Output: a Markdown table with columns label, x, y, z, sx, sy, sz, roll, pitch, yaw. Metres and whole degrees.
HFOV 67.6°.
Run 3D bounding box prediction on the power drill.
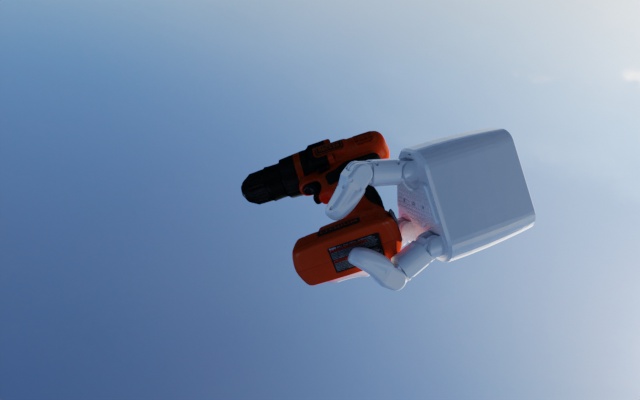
| label | x | y | z | sx | sy | sz | roll | pitch | yaw |
| --- | --- | --- | --- | --- | --- | --- | --- | --- | --- |
| power drill | 0.000 | 0.002 | 0.521 | 0.184 | 0.057 | 0.187 | -20 | 38 | 6 |
